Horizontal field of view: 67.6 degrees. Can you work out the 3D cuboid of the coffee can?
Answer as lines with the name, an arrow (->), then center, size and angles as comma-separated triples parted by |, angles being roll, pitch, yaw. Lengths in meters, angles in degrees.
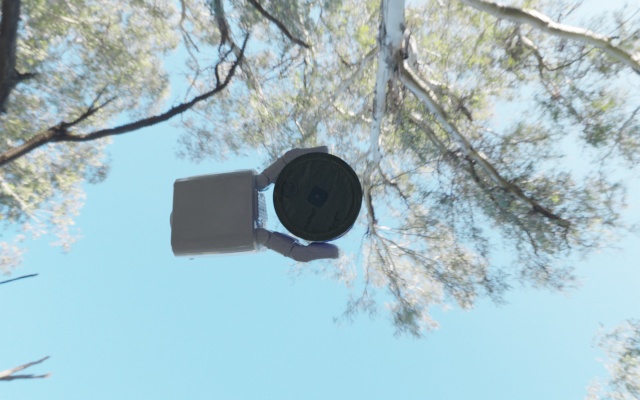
coffee can -> 0.000, 0.002, 0.608 | 0.103, 0.103, 0.140 | 0, -5, 3
